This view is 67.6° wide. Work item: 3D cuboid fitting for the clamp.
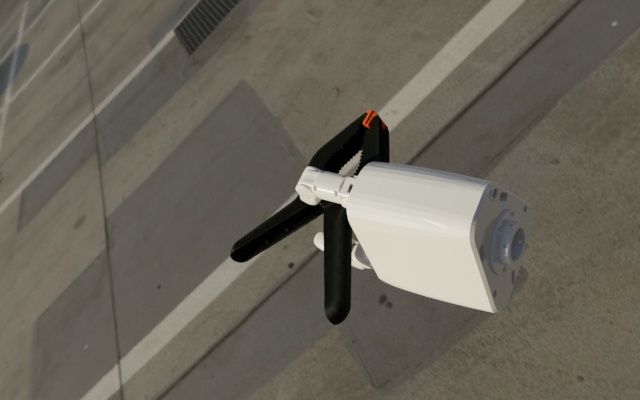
[{"bbox_3d":[0.000,0.001,0.482,0.164,0.210,0.036,13,-19,40],"label":"clamp"}]
